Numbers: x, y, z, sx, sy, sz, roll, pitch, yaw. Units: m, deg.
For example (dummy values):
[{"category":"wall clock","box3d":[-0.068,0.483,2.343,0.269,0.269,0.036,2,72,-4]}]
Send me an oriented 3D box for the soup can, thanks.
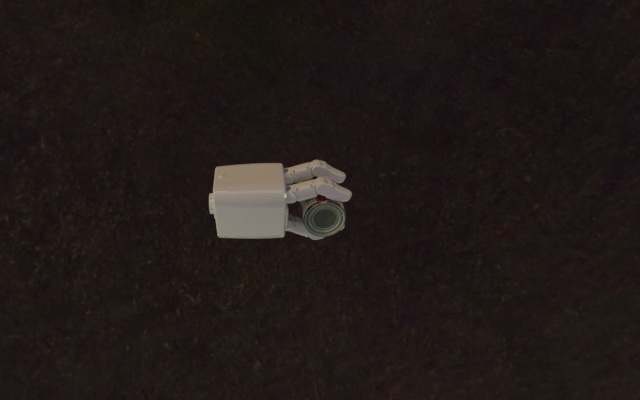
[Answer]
[{"category":"soup can","box3d":[0.001,0.003,0.771,0.068,0.068,0.102,0,32,-9]}]
